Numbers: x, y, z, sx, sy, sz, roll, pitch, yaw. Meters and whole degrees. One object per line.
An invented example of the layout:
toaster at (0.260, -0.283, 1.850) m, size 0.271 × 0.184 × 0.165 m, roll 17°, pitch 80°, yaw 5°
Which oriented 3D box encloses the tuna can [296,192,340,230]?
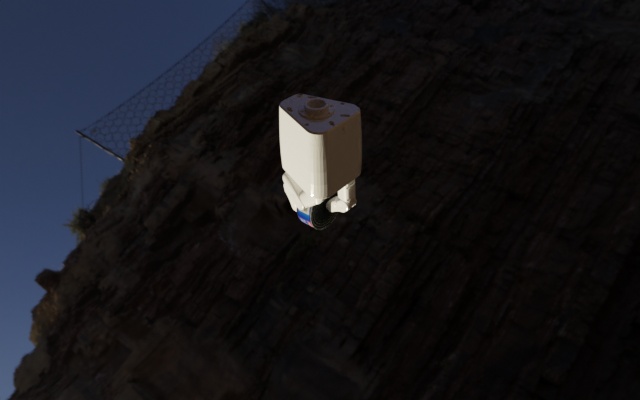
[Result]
tuna can at (0.000, 0.002, 0.781) m, size 0.033 × 0.086 × 0.086 m, roll 25°, pitch 14°, yaw 32°
